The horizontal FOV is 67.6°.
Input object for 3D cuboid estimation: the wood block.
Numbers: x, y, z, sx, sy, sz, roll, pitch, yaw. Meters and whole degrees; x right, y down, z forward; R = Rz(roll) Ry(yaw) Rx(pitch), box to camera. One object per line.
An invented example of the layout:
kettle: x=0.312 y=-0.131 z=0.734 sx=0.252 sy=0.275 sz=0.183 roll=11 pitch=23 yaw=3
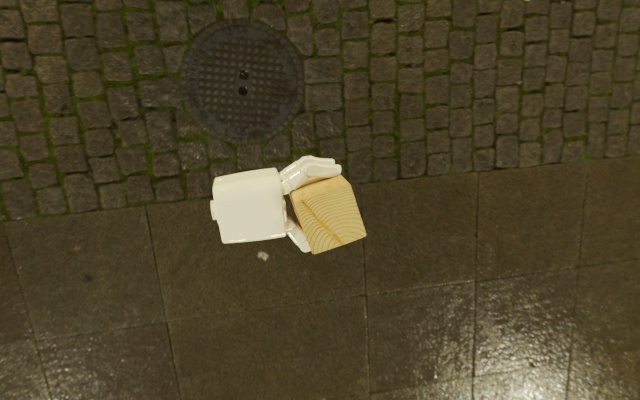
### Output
wood block: x=0.000 y=0.003 z=0.812 sx=0.090 sy=0.091 sz=0.206 roll=-19 pitch=18 yaw=-4
